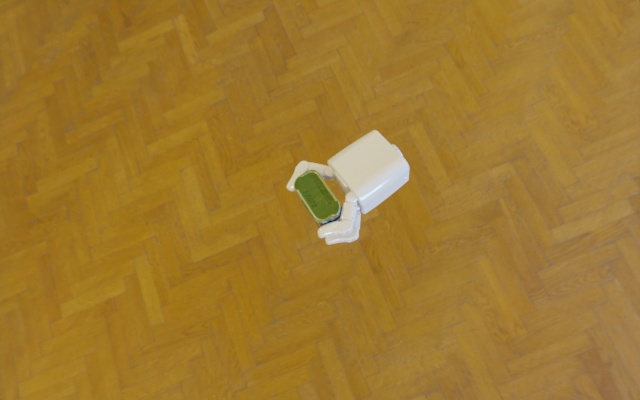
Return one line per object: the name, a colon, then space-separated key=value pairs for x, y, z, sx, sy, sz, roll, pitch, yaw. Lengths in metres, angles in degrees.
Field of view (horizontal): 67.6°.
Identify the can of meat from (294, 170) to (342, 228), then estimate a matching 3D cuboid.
can of meat: x=0.000 y=0.003 z=0.846 sx=0.057 sy=0.102 sz=0.084 roll=-34 pitch=-19 yaw=-2
